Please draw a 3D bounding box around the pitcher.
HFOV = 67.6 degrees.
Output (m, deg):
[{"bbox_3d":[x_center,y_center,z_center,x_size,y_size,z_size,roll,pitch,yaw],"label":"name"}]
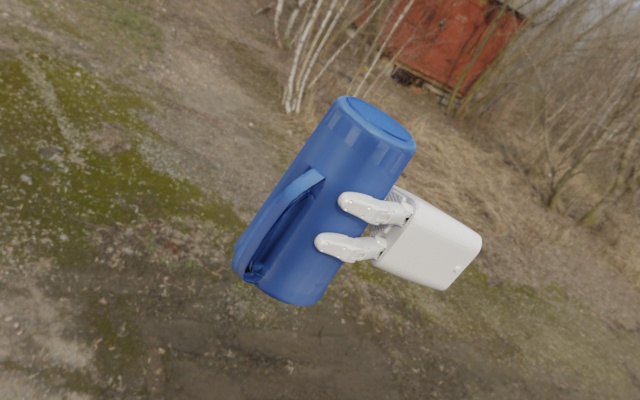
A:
[{"bbox_3d":[0.000,0.002,0.573,0.145,0.243,0.149,25,24,-19],"label":"pitcher"}]
